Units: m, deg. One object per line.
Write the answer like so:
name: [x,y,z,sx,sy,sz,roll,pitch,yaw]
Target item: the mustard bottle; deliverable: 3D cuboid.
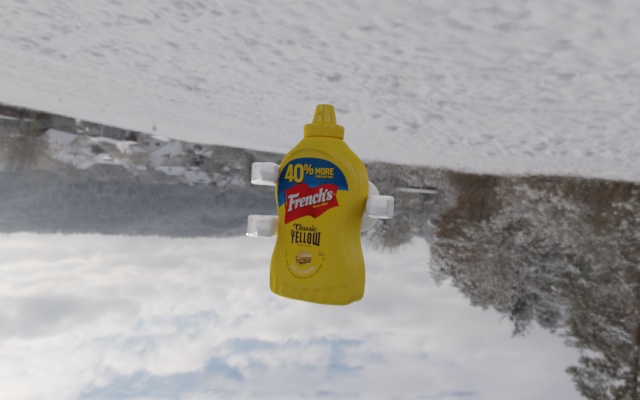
mustard bottle: [0.000,0.002,0.473,0.096,0.191,0.058,3,0,31]
